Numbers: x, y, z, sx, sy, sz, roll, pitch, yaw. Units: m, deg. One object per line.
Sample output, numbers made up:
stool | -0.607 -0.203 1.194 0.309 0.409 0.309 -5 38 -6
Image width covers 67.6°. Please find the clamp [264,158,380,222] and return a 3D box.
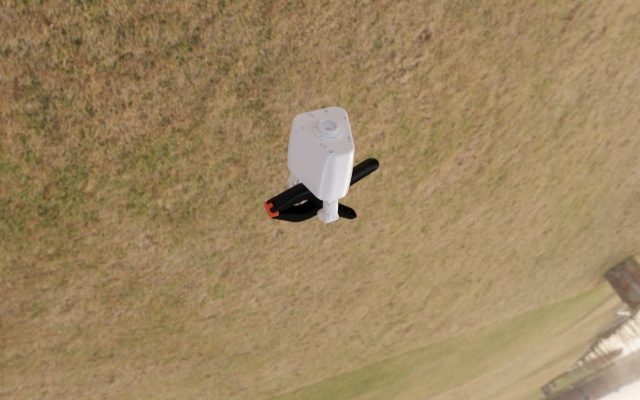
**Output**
clamp | 0.000 0.003 0.875 0.210 0.036 0.165 -16 -34 -18
